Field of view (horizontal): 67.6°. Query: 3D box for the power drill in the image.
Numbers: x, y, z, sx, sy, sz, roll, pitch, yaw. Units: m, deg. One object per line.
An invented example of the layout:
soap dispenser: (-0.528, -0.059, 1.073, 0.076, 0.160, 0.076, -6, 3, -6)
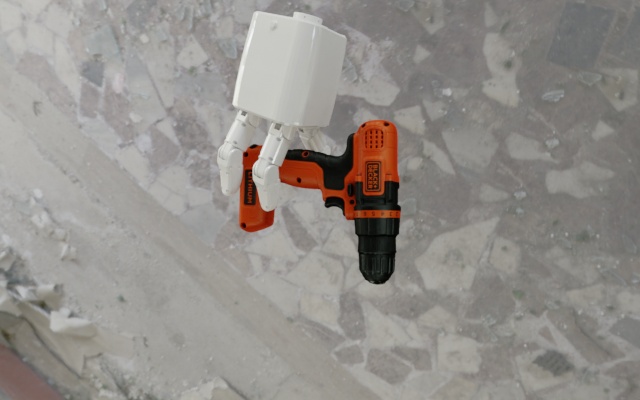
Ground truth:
power drill: (0.000, 0.002, 0.559, 0.187, 0.184, 0.057, 0, -5, 16)
